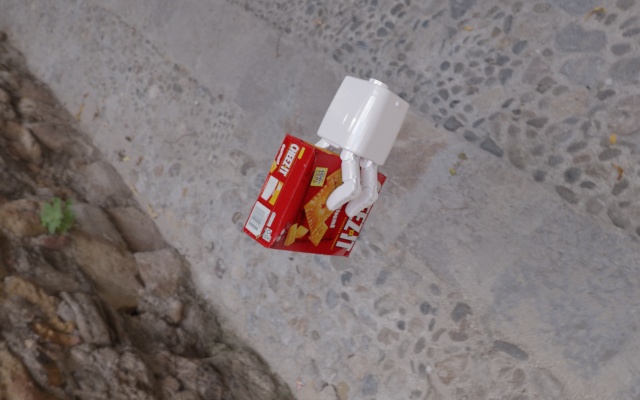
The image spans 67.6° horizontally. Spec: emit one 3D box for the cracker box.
[{"bbox_3d":[0.000,0.002,0.770,0.072,0.164,0.214,32,11,37],"label":"cracker box"}]
